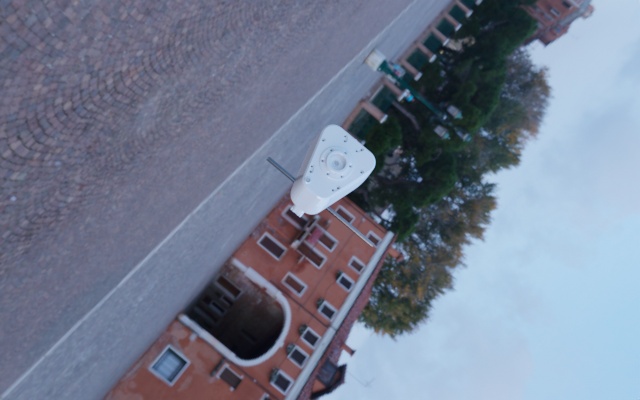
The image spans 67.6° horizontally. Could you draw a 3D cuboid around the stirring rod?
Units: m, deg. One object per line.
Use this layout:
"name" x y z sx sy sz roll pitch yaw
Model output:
"stirring rod" 0.000 0.003 0.839 0.239 0.011 0.011 40 -1 -1
